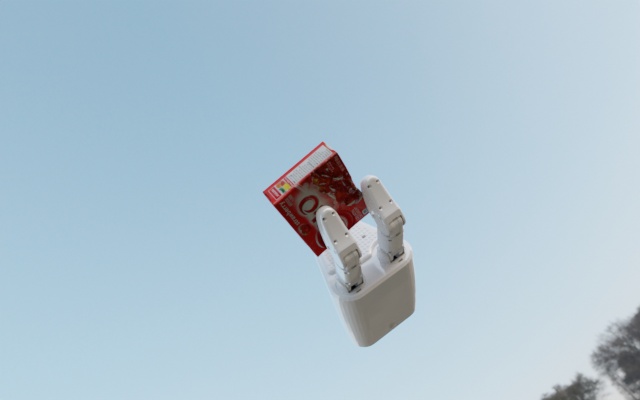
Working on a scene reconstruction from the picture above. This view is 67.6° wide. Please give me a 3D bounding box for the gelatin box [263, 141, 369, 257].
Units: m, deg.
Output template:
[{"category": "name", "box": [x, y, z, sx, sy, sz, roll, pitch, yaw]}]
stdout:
[{"category": "gelatin box", "box": [0.000, 0.001, 0.448, 0.030, 0.073, 0.089, 45, -7, 48]}]
